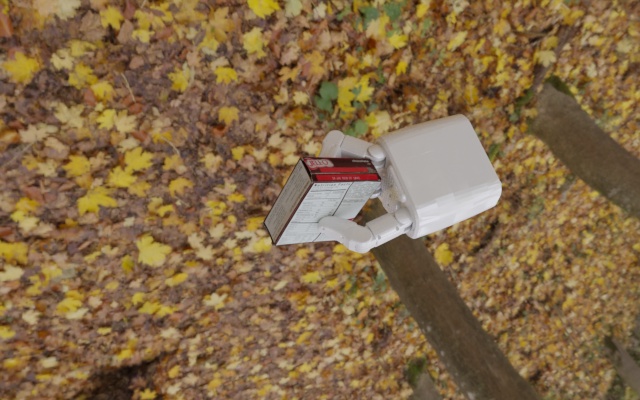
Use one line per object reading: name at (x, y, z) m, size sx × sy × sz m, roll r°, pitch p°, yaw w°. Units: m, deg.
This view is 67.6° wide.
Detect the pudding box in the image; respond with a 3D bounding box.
pudding box at (0.000, 0.002, 0.518) m, size 0.090 × 0.039 × 0.113 m, roll -1°, pitch -40°, yaw -34°
